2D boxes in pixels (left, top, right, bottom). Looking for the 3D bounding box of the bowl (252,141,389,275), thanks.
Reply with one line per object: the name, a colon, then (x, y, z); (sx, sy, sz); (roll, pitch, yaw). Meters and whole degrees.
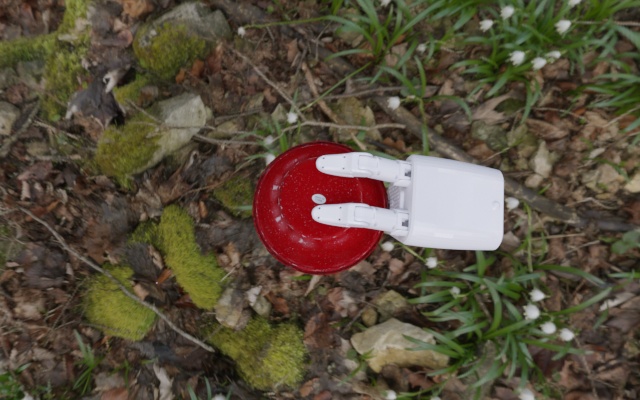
bowl: (-0.001, 0.002, 0.540); (0.162, 0.162, 0.055); (0, -11, 0)
